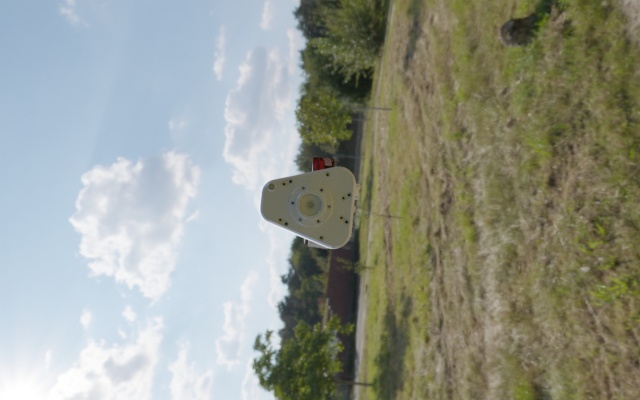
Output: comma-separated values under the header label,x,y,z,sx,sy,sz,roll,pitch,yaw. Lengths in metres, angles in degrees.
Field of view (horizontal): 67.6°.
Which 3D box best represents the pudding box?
label,x,y,z,sx,sy,sz,roll,pitch,yaw
pudding box,0.000,0.002,0.720,0.039,0.113,0.090,7,27,-2
